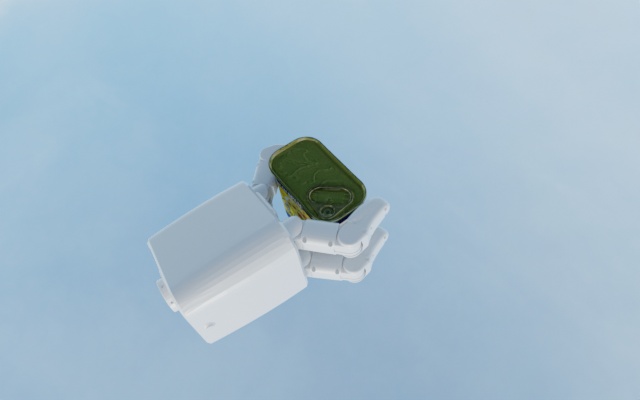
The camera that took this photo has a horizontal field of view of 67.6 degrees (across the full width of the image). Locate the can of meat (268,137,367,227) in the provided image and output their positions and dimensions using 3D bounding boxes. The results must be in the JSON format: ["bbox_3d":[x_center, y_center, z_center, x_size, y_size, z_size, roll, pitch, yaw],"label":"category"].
[{"bbox_3d":[0.000,0.002,0.470,0.057,0.102,0.084,-34,-32,-16],"label":"can of meat"}]
